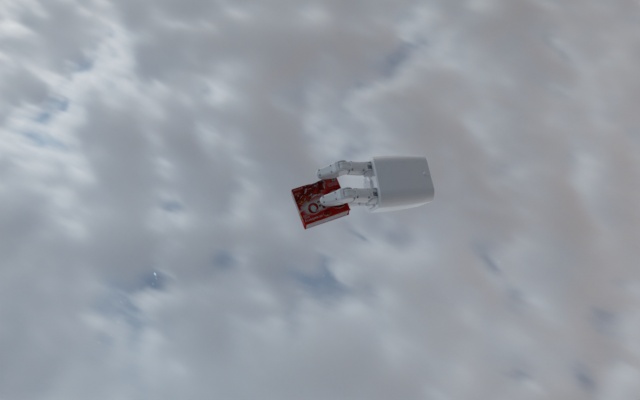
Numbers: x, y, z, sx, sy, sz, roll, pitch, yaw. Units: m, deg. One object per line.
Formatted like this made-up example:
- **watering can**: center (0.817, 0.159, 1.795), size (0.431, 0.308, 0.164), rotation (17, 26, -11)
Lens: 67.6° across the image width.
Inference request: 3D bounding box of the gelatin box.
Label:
- **gelatin box**: center (0.000, 0.003, 0.862), size (0.089, 0.073, 0.030), rotation (-18, -20, -10)
